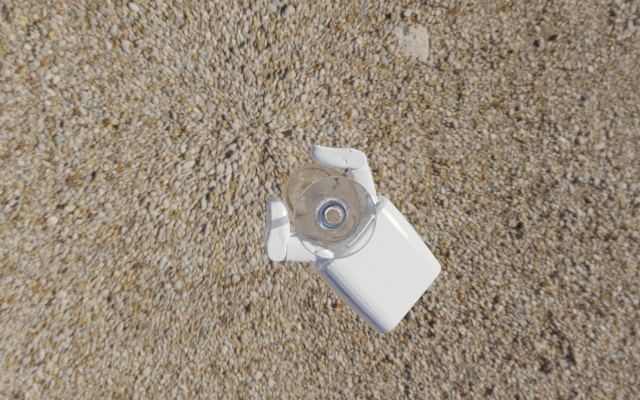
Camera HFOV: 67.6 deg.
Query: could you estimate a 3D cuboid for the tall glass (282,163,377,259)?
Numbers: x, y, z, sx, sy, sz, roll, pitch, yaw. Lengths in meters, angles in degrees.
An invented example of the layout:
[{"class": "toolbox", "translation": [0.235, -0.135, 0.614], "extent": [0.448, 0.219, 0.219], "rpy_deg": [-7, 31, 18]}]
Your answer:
[{"class": "tall glass", "translation": [0.000, 0.002, 0.512], "extent": [0.079, 0.079, 0.201], "rpy_deg": [0, 8, -8]}]
